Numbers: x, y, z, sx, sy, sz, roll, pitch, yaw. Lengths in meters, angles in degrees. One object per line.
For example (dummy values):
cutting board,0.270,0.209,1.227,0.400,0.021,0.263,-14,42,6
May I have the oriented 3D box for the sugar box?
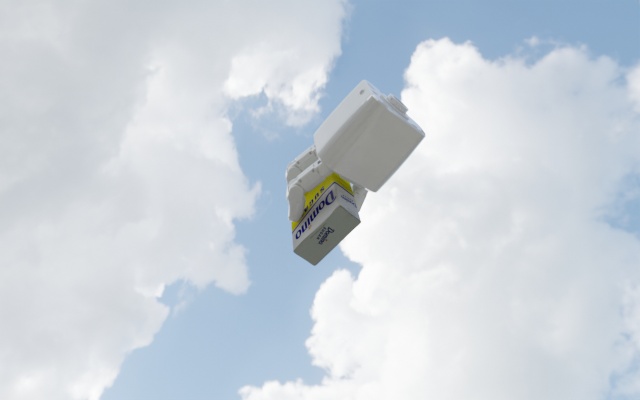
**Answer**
sugar box,0.000,0.002,0.679,0.048,0.093,0.176,37,20,-22
